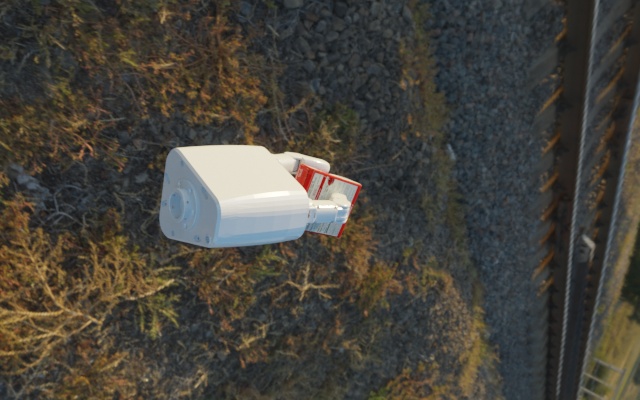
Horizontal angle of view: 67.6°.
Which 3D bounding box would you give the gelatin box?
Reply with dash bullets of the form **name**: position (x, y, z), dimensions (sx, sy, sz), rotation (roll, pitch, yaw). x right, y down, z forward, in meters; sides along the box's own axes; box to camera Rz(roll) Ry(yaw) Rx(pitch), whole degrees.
- **gelatin box**: position (0.001, 0.002, 0.574), dimensions (0.089, 0.073, 0.030), rotation (15, 10, -45)
